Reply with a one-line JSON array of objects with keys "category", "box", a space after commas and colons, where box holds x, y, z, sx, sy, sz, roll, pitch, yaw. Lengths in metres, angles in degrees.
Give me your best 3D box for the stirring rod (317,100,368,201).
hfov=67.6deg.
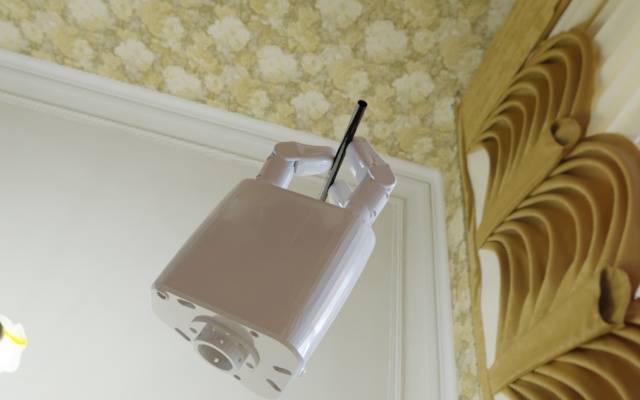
[{"category": "stirring rod", "box": [0.000, 0.001, 0.446, 0.011, 0.011, 0.240, 0, -38, -19]}]
